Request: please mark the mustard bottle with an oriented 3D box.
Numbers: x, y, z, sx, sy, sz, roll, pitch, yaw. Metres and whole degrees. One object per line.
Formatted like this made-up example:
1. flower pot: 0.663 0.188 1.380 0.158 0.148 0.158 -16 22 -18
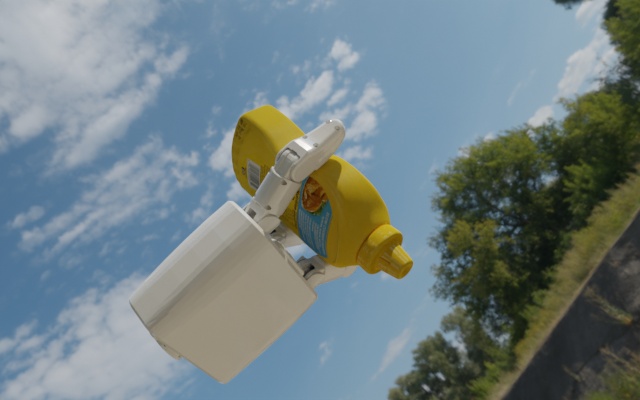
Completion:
1. mustard bottle: 0.000 0.001 0.407 0.058 0.096 0.191 -29 53 -32
